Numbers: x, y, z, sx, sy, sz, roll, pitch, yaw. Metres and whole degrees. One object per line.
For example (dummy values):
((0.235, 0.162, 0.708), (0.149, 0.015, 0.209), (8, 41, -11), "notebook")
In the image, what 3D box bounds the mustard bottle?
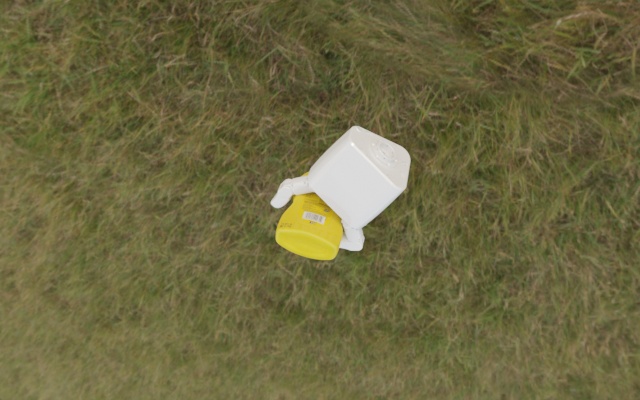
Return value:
((0.000, 0.003, 0.762), (0.096, 0.058, 0.191), (16, 45, 3), "mustard bottle")
